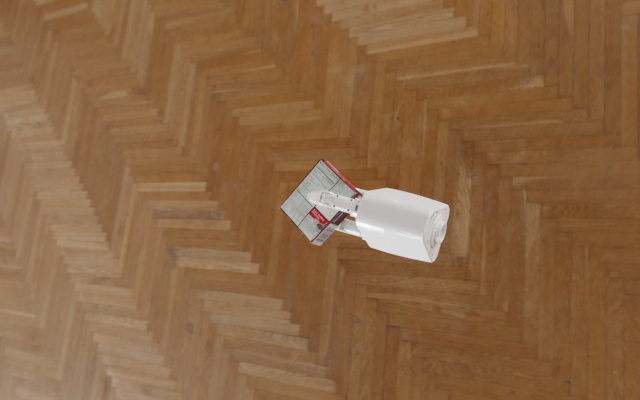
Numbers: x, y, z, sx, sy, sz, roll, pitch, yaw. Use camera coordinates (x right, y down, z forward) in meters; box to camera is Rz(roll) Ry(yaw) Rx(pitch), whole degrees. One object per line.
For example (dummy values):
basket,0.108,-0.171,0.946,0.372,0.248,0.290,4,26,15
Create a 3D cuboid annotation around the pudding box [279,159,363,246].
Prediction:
pudding box,0.000,0.003,0.778,0.090,0.113,0.039,46,10,26
